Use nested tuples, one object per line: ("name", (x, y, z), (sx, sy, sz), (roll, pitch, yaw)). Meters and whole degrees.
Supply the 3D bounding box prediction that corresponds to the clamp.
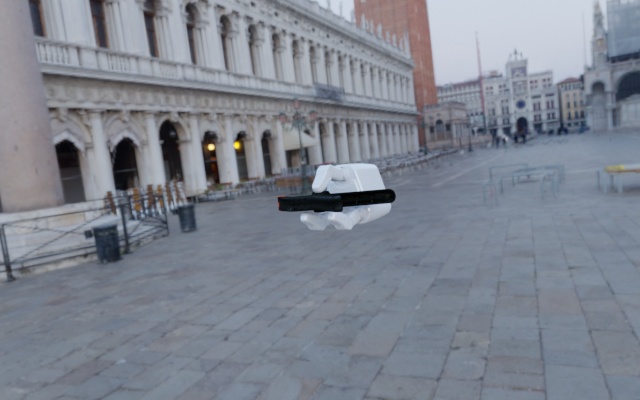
("clamp", (0.000, 0.002, 0.807), (0.210, 0.036, 0.164), (-3, 2, 33))
